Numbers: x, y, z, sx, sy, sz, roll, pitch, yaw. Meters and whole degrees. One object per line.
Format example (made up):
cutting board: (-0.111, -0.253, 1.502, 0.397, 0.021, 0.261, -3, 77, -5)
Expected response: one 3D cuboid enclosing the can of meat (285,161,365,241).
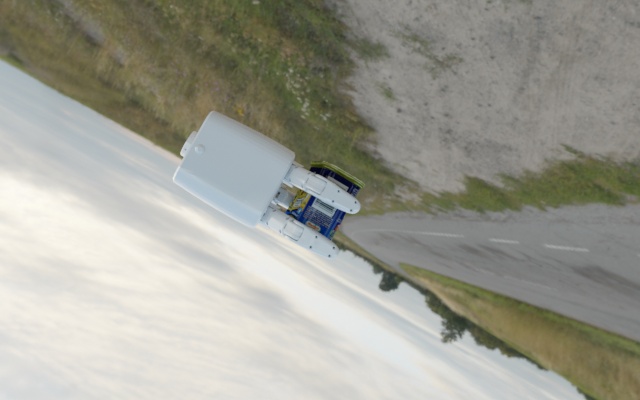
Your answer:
can of meat: (0.000, 0.002, 0.578, 0.057, 0.084, 0.102, 30, -3, -13)
